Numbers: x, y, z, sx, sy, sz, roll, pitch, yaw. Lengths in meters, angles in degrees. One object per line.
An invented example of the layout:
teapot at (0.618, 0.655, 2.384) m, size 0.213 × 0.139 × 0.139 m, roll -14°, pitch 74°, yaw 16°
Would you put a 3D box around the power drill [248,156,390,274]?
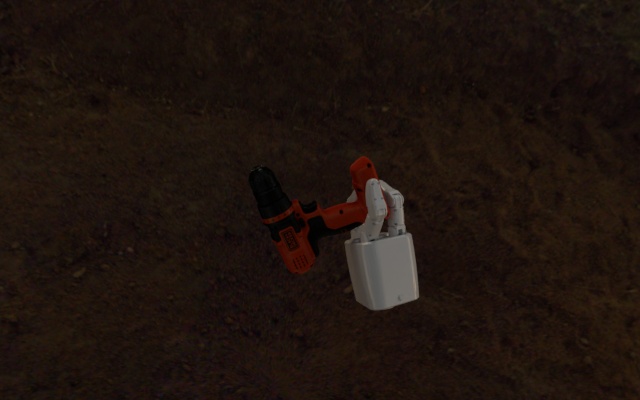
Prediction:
power drill at (0.001, 0.002, 0.739) m, size 0.187 × 0.184 × 0.057 m, roll -24°, pitch 21°, yaw -4°
